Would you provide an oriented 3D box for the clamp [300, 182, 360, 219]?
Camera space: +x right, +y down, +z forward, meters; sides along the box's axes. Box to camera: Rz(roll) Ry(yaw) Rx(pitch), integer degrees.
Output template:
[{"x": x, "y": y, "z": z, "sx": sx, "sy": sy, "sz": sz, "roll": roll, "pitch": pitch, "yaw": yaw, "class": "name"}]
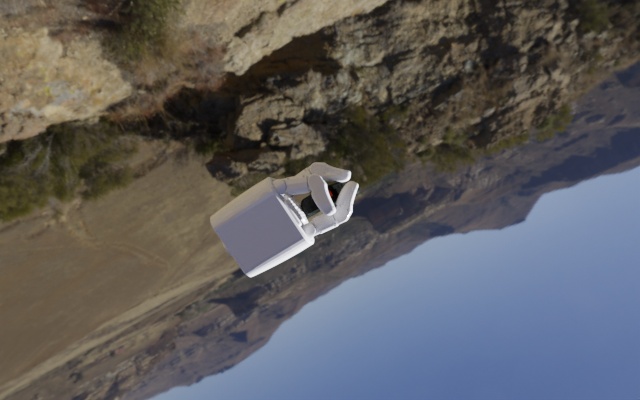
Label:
[{"x": 0.000, "y": 0.003, "z": 0.752, "sx": 0.120, "sy": 0.039, "sz": 0.171, "roll": -32, "pitch": -7, "yaw": 8, "class": "clamp"}]
